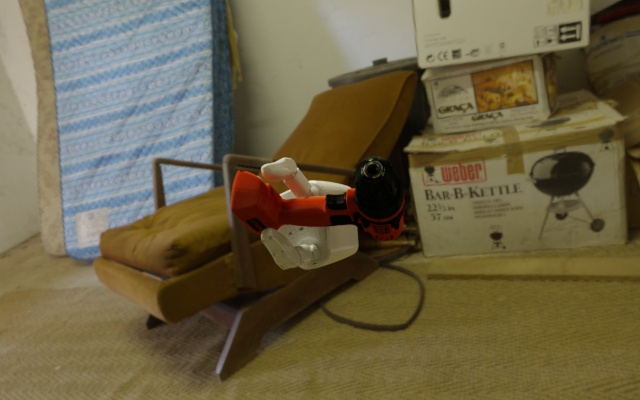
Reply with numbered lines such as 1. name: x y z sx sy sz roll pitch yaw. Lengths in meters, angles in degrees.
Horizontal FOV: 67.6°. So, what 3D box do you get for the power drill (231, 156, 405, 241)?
1. power drill: 0.000 0.002 0.537 0.187 0.057 0.184 2 -21 13
